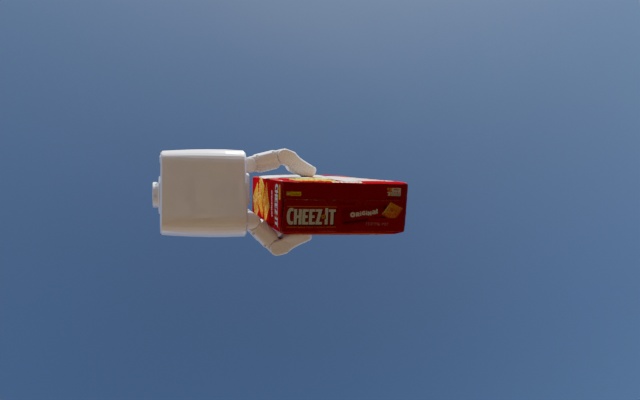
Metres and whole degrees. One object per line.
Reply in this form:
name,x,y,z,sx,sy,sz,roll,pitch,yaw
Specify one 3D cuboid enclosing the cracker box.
cracker box,0.000,0.002,0.672,0.164,0.072,0.213,0,5,-17
